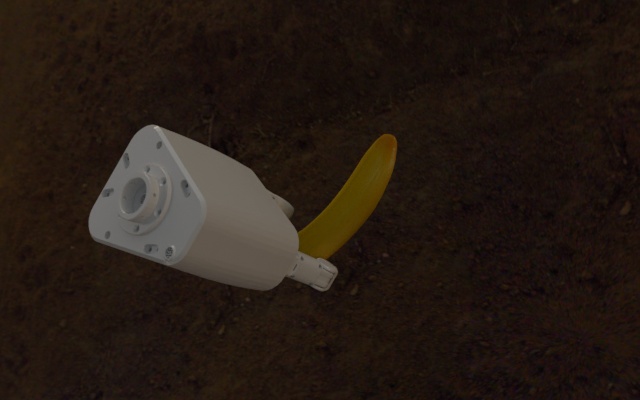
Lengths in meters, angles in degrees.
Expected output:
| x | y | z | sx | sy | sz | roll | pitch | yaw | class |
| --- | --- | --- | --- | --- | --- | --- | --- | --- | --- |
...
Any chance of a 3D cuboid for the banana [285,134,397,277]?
| x | y | z | sx | sy | sz | roll | pitch | yaw | class |
| --- | --- | --- | --- | --- | --- | --- | --- | --- | --- |
| 0.005 | 0.017 | 0.463 | 0.198 | 0.069 | 0.037 | -39 | -33 | 15 | banana |
